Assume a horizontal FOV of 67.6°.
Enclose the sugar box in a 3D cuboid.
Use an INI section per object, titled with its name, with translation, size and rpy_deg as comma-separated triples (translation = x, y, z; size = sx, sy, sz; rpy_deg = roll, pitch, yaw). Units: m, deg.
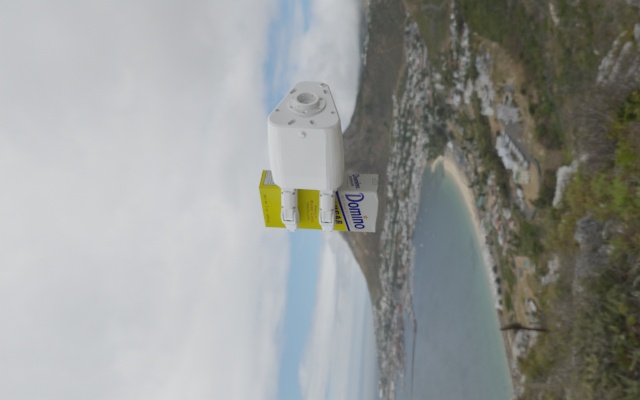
[sugar box]
translation = 0.000, 0.003, 0.730
size = 0.176, 0.048, 0.093
rpy_deg = 4, -43, 6
